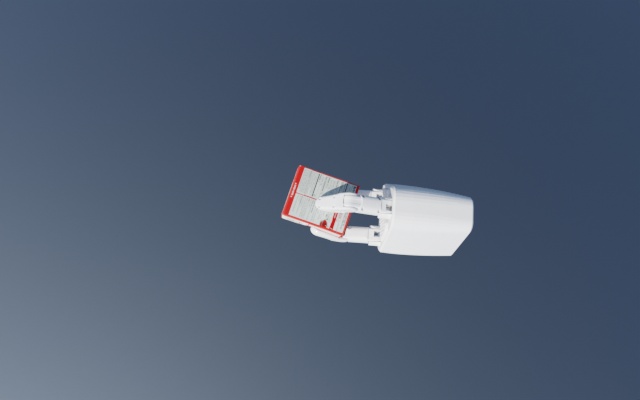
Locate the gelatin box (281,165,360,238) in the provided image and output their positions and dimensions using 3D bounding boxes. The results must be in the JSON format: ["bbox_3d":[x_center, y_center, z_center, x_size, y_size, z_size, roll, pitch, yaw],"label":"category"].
[{"bbox_3d":[0.000,0.002,0.648,0.089,0.073,0.030,19,-12,-4],"label":"gelatin box"}]
